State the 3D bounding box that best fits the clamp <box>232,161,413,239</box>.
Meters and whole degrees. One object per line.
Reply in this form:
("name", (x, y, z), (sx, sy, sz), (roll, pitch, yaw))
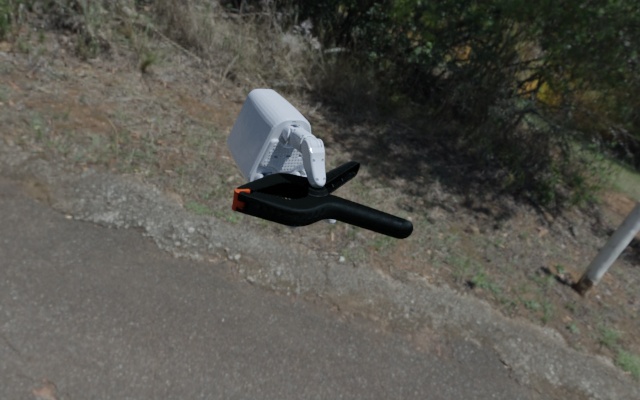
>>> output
("clamp", (0.000, 0.001, 0.583), (0.210, 0.036, 0.164), (-6, 35, -30))
